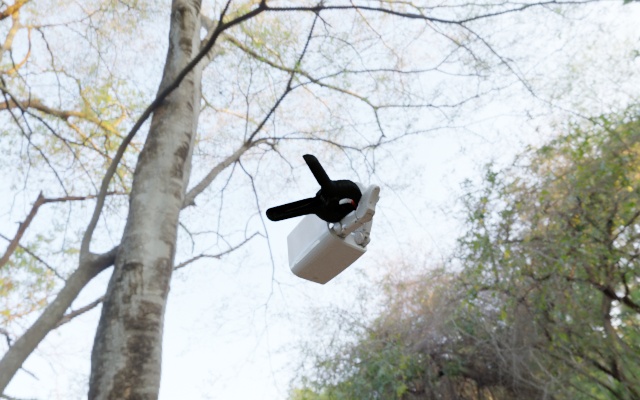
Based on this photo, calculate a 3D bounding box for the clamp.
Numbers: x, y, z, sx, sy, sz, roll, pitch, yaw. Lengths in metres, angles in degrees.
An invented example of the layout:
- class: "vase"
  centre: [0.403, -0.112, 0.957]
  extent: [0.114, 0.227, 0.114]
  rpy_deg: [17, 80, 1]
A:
- class: "clamp"
  centre: [0.000, 0.002, 0.734]
  extent: [0.120, 0.039, 0.171]
  rpy_deg: [-43, -44, 21]
